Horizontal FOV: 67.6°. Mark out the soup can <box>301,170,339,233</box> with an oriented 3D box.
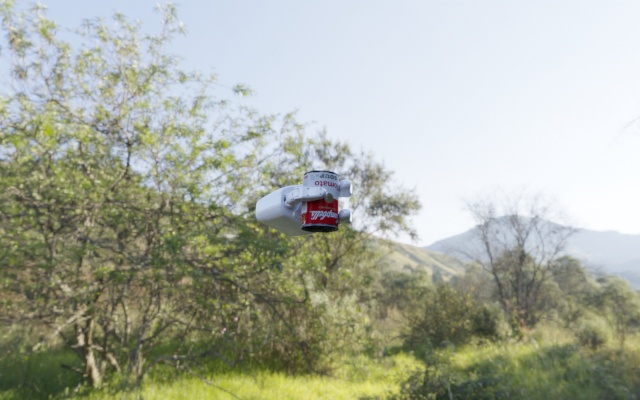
[{"bbox_3d":[0.000,0.002,0.871,0.068,0.102,0.068,2,-15,0],"label":"soup can"}]
